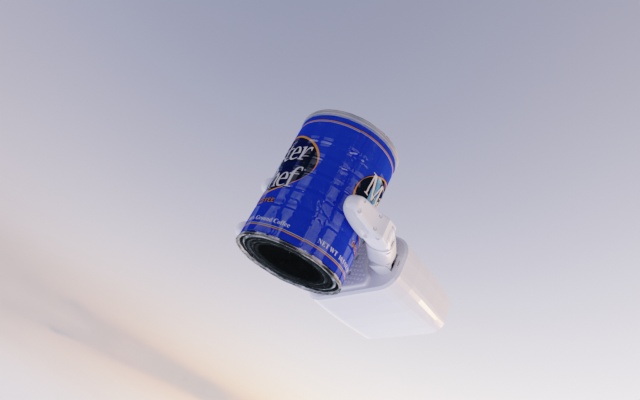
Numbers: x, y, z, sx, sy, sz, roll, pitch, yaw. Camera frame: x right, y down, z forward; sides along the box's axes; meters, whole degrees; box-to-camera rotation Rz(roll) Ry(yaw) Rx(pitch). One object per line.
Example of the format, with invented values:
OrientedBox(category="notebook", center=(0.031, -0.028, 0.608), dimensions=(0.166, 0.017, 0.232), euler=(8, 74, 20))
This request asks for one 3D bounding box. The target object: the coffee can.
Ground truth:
OrientedBox(category="coffee can", center=(0.000, 0.001, 0.445), dimensions=(0.103, 0.140, 0.103), euler=(22, -25, 11))
